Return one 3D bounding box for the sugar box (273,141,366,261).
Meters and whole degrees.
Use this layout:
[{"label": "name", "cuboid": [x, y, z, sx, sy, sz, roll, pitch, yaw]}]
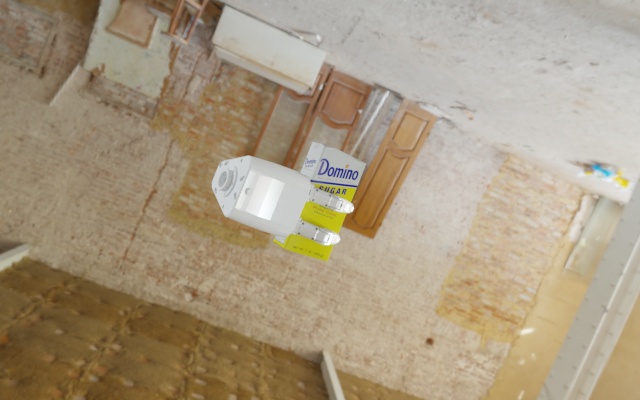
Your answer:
[{"label": "sugar box", "cuboid": [0.000, 0.003, 0.774, 0.093, 0.176, 0.048, 20, 4, -36]}]
